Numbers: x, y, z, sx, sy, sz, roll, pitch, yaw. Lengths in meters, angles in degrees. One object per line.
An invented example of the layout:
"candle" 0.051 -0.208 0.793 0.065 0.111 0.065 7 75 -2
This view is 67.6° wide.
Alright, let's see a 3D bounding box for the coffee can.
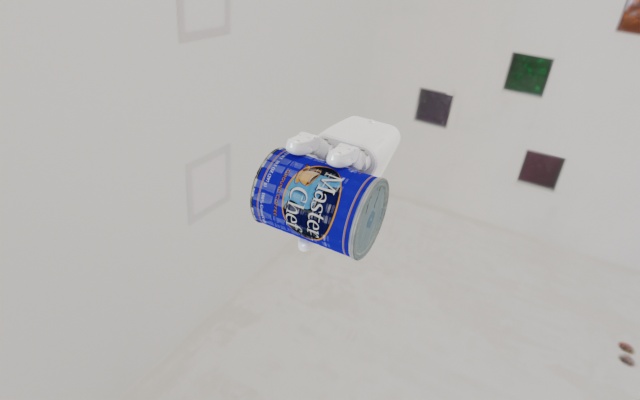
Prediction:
"coffee can" 0.000 0.002 0.588 0.140 0.103 0.103 19 7 22
